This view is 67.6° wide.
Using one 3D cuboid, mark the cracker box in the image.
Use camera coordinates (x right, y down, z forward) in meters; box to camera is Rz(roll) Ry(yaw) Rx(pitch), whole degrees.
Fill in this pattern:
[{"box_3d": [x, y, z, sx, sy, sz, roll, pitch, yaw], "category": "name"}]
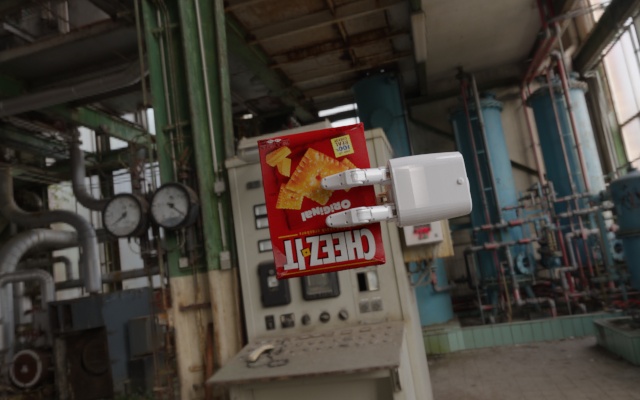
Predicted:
[{"box_3d": [0.000, 0.002, 0.723, 0.164, 0.213, 0.072, -9, -8, 0], "category": "cracker box"}]
